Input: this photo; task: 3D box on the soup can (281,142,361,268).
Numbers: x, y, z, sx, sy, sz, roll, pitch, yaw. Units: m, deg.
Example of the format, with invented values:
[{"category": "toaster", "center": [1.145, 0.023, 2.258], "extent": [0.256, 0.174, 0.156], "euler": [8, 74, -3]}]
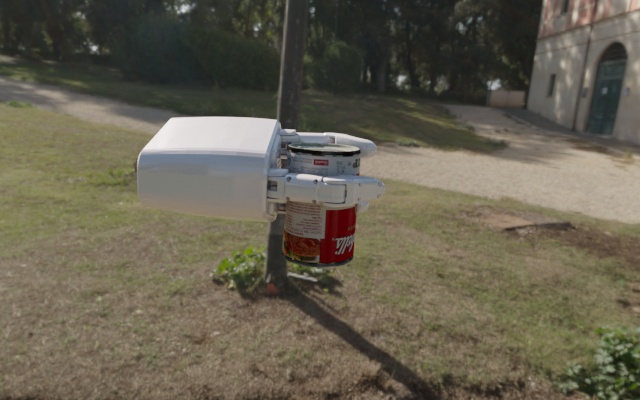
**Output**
[{"category": "soup can", "center": [0.001, 0.001, 0.436], "extent": [0.068, 0.102, 0.068], "euler": [3, 13, -1]}]
